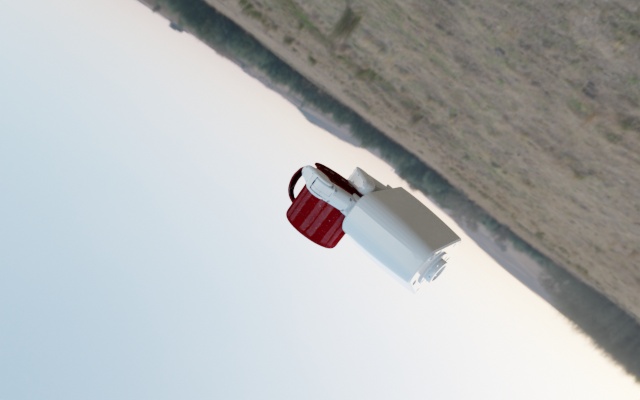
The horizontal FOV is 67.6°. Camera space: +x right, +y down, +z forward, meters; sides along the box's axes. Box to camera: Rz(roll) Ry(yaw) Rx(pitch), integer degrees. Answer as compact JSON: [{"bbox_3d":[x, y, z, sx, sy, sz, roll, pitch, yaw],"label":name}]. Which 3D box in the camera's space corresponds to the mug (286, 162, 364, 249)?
[{"bbox_3d":[-0.001,0.001,0.634,0.117,0.081,0.093,41,12,26],"label":"mug"}]
